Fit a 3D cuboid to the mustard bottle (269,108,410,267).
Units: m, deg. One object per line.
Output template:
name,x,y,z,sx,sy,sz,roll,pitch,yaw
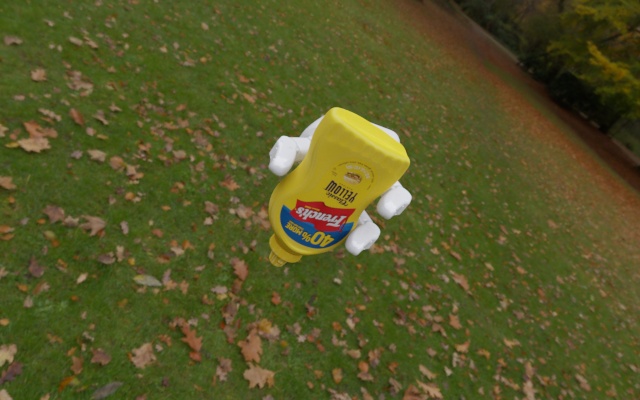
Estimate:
mustard bottle,0.000,0.002,0.507,0.096,0.192,0.058,26,29,-23
